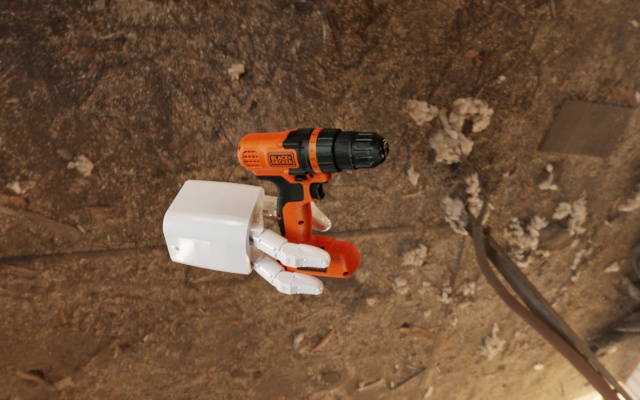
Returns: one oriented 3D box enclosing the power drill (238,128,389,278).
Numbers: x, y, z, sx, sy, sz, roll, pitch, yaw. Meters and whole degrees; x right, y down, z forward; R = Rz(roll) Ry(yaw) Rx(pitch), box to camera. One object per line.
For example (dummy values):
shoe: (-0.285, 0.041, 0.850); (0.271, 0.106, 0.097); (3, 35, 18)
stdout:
power drill: (0.000, 0.002, 0.582); (0.184, 0.188, 0.057); (3, 28, 25)
